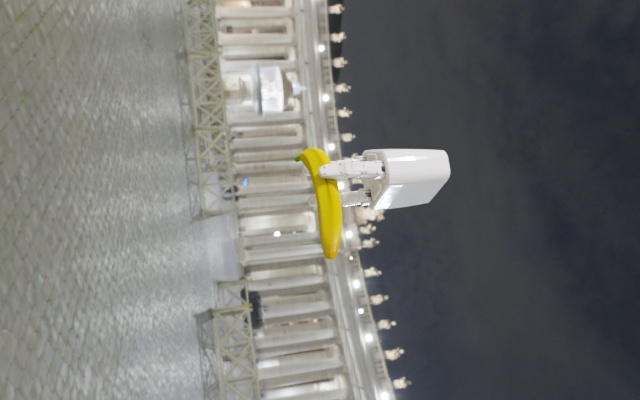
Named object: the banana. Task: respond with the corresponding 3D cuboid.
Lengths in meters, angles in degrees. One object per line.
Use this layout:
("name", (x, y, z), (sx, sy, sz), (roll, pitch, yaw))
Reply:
("banana", (0.004, -0.011, 0.713), (0.037, 0.197, 0.070), (-3, -35, -19))
